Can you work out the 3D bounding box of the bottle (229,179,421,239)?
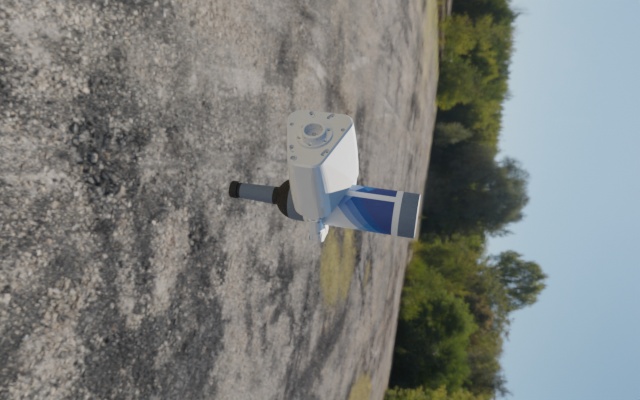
[{"bbox_3d":[0.000,0.003,0.732,0.295,0.069,0.069,8,2,13],"label":"bottle"}]
